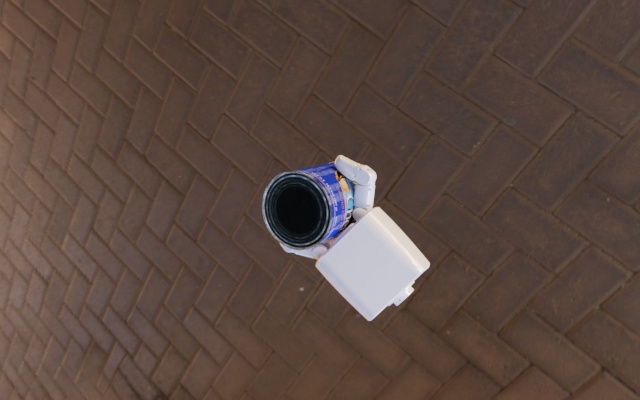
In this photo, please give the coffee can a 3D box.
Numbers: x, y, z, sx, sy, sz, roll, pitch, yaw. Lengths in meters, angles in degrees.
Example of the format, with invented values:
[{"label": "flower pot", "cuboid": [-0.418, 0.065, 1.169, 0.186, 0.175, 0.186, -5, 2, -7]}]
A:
[{"label": "coffee can", "cuboid": [0.000, 0.002, 0.663, 0.103, 0.103, 0.140, 0, 9, 28]}]
